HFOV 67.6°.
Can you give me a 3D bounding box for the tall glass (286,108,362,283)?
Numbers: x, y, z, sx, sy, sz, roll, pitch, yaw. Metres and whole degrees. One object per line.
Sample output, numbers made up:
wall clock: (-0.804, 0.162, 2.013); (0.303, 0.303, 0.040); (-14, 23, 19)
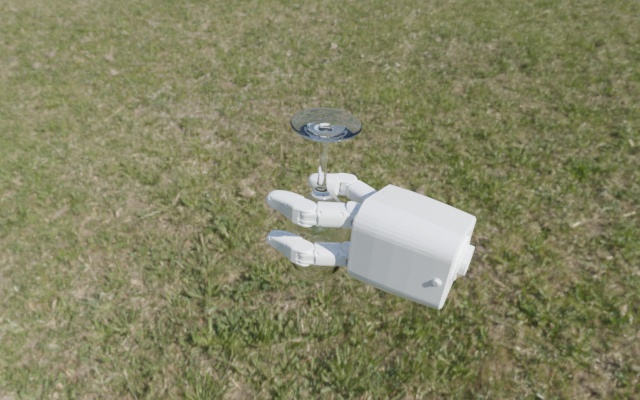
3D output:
tall glass: (0.000, 0.001, 0.547); (0.079, 0.201, 0.079); (3, 36, -2)
